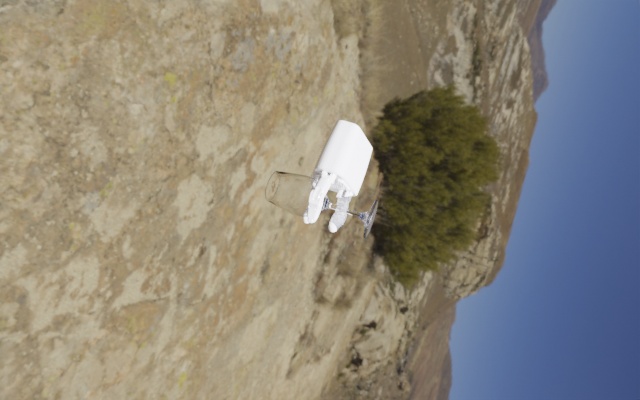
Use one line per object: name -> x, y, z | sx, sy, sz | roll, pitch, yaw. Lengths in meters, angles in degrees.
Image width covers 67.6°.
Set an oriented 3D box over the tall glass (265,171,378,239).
tall glass -> 0.001, 0.003, 0.886 | 0.201, 0.079, 0.079 | 18, 4, 13
